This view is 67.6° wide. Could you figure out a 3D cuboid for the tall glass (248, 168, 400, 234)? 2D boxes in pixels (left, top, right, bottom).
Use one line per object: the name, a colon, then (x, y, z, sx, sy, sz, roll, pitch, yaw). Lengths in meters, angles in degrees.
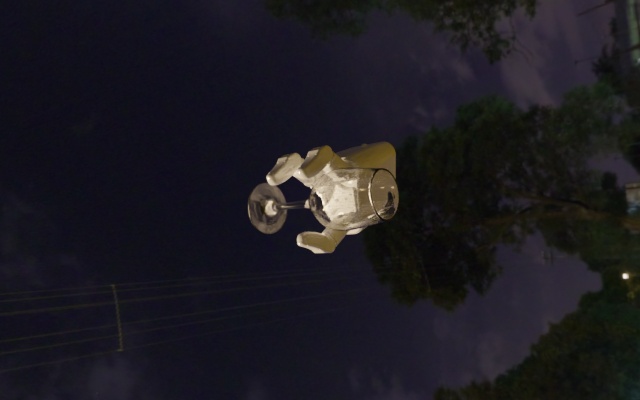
tall glass: (0.000, 0.002, 0.614, 0.201, 0.079, 0.079, -7, -4, 41)
